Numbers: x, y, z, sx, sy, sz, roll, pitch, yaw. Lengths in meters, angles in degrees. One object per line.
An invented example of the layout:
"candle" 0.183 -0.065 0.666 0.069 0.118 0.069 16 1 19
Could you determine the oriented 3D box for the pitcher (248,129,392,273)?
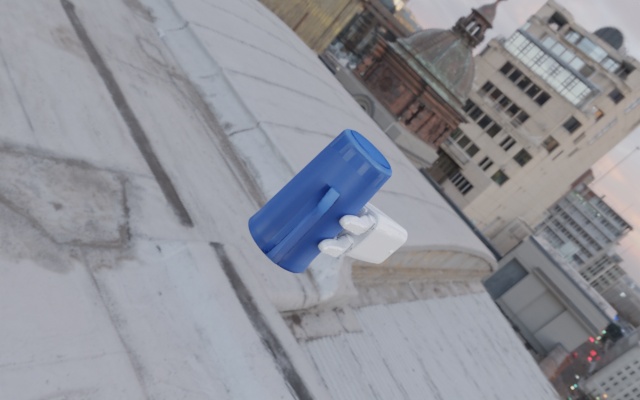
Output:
"pitcher" 0.000 0.003 0.796 0.145 0.243 0.149 25 26 -46
